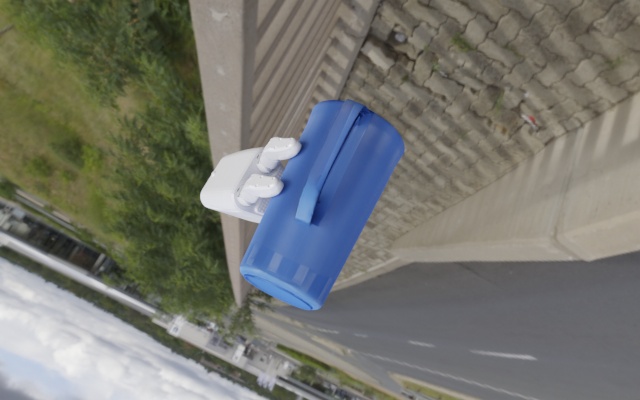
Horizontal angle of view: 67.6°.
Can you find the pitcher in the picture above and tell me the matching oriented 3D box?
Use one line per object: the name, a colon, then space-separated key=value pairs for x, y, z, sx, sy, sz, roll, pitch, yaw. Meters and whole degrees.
pitcher: x=0.000 y=0.002 z=0.587 sx=0.145 sy=0.242 sz=0.149 roll=2 pitch=-31 yaw=50
